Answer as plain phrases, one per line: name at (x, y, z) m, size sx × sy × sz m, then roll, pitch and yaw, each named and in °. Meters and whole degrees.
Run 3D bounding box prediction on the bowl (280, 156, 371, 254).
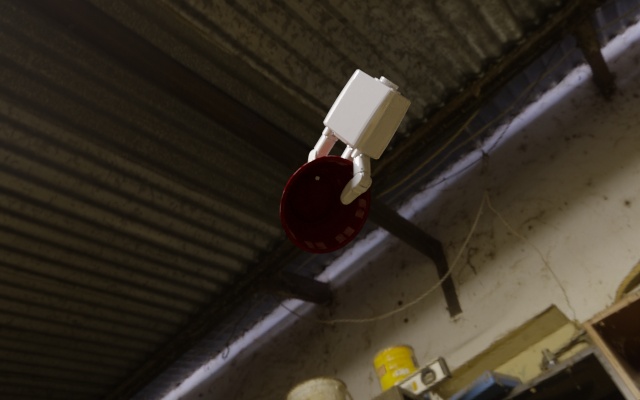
bowl at (-0.001, 0.004, 0.779) m, size 0.162 × 0.162 × 0.055 m, roll 0°, pitch 14°, yaw -27°
